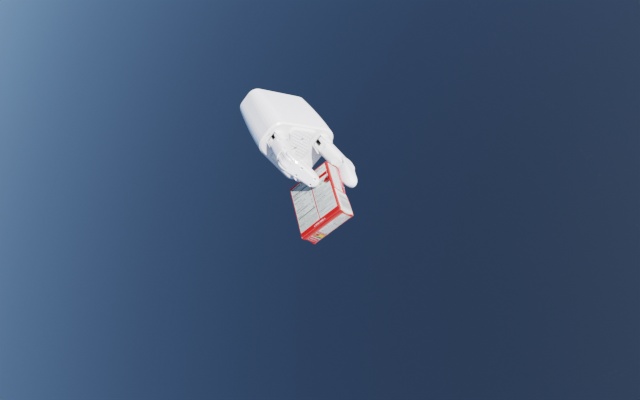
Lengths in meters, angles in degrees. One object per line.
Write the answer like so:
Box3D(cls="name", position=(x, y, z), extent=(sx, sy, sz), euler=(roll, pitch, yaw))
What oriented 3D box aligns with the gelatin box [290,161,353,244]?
Box3D(cls="gelatin box", position=(0.000, 0.002, 0.649), extent=(0.073, 0.089, 0.030), euler=(-38, -43, 27))
